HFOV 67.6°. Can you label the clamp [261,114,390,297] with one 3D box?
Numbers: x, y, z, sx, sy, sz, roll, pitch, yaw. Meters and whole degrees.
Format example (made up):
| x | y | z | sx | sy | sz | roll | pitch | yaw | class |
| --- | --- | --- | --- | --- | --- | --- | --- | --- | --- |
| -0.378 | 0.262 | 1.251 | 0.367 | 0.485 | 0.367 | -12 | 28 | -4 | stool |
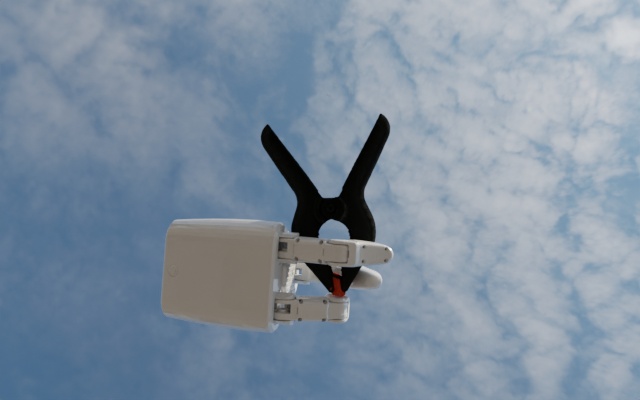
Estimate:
| x | y | z | sx | sy | sz | roll | pitch | yaw | class |
| --- | --- | --- | --- | --- | --- | --- | --- | --- | --- |
| 0.000 | 0.002 | 0.449 | 0.120 | 0.171 | 0.039 | 4 | -2 | 10 | clamp |
